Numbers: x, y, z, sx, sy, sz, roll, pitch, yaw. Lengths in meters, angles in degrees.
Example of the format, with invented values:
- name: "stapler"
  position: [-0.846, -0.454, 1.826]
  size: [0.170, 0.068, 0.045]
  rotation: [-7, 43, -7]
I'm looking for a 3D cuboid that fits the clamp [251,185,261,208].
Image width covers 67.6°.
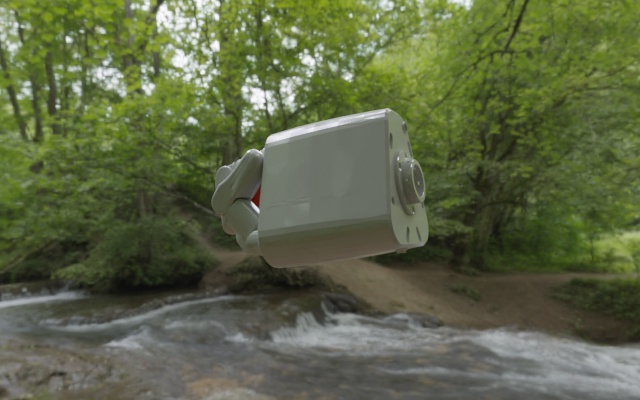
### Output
- name: "clamp"
  position: [0.000, 0.001, 0.488]
  size: [0.120, 0.039, 0.171]
  rotation: [-11, -6, 27]
